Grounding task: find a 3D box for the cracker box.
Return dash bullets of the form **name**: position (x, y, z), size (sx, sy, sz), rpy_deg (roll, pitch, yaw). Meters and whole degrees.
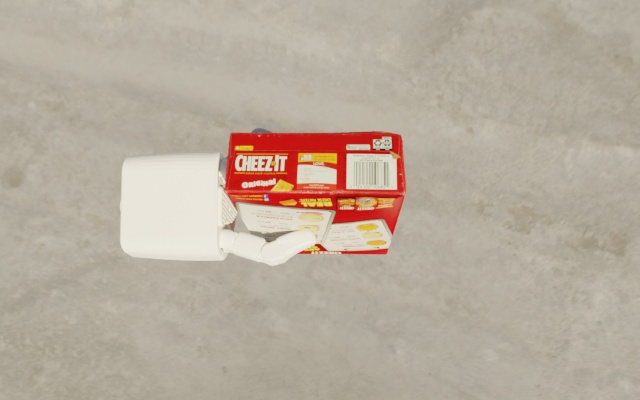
- **cracker box**: position (0.000, 0.002, 0.529), size (0.164, 0.072, 0.214), rpy_deg (0, -21, 3)
